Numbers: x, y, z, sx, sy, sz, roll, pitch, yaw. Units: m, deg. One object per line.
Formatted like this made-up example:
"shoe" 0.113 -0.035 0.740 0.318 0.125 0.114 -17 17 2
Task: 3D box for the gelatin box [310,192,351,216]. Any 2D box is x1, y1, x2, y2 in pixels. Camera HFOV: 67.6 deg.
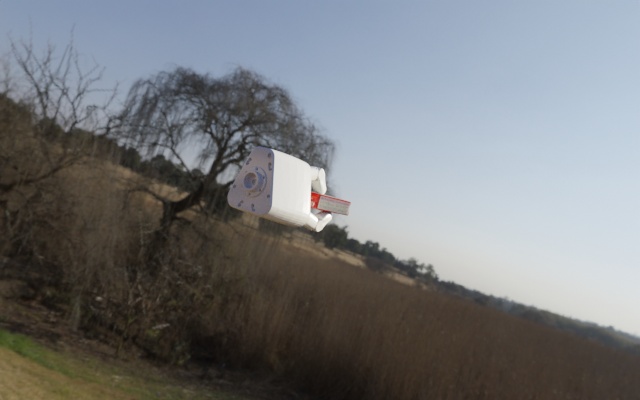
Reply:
"gelatin box" 0.000 0.003 0.891 0.089 0.030 0.073 12 2 -45
